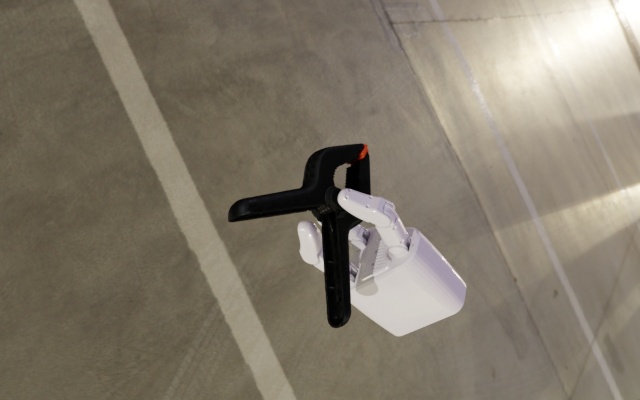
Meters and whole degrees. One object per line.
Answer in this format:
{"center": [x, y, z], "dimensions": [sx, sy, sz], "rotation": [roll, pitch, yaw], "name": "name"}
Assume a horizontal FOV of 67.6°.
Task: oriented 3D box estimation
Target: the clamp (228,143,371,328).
{"center": [0.001, 0.001, 0.500], "dimensions": [0.036, 0.209, 0.165], "rotation": [-20, -55, 42], "name": "clamp"}
